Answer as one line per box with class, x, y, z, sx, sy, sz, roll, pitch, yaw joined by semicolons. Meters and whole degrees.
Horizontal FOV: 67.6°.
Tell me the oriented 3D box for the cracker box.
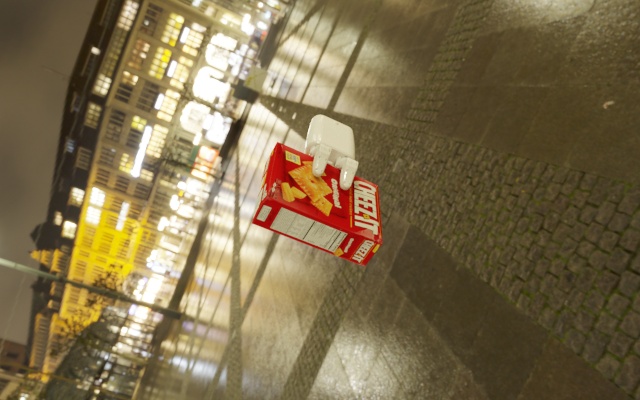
cracker box;0.000;0.003;0.838;0.214;0.072;0.164;22;37;-14
